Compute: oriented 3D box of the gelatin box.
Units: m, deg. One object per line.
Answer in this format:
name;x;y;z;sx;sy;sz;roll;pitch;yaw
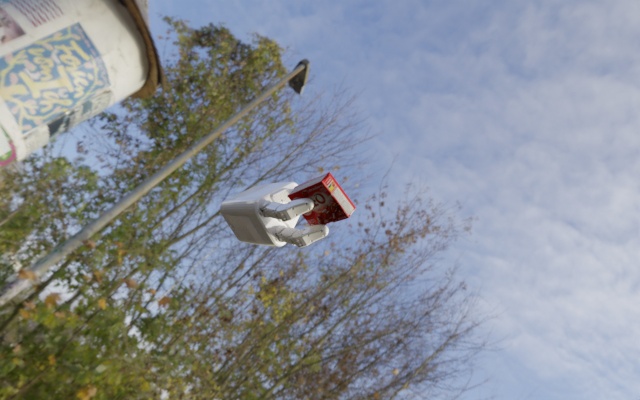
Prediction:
gelatin box;0.001;0.002;0.756;0.089;0.073;0.030;-20;23;45
